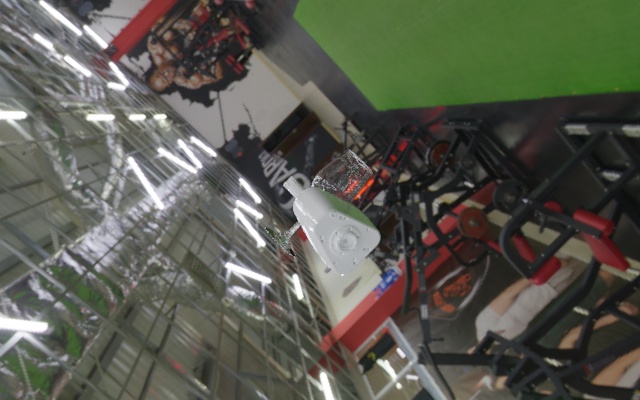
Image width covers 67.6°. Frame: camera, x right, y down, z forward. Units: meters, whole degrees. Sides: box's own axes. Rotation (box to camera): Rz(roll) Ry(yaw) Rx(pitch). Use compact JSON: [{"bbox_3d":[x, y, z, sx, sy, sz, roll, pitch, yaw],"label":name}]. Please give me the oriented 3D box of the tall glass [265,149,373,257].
[{"bbox_3d":[0.000,0.003,0.834,0.079,0.201,0.079,45,1,-1],"label":"tall glass"}]
